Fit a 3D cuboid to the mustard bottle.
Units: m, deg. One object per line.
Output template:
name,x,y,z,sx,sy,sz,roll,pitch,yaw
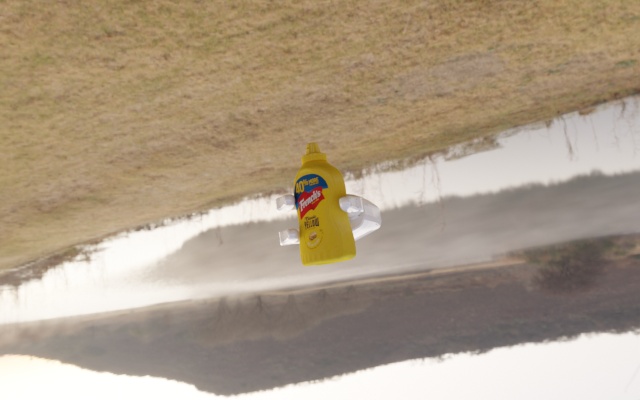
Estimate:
mustard bottle,0.000,0.003,0.748,0.058,0.191,0.096,2,-14,-42
